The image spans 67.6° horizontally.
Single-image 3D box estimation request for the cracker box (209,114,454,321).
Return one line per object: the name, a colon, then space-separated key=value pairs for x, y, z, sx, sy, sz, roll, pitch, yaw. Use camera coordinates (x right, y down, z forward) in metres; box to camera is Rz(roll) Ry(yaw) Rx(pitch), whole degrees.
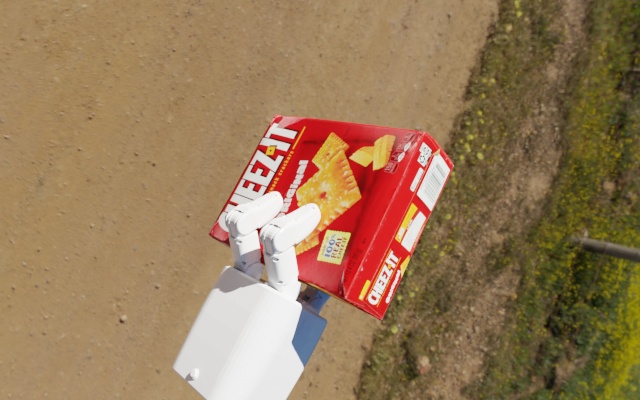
cracker box: x=0.000 y=0.002 z=0.486 sx=0.213 sy=0.164 sz=0.072 roll=16 pitch=-16 yaw=44
